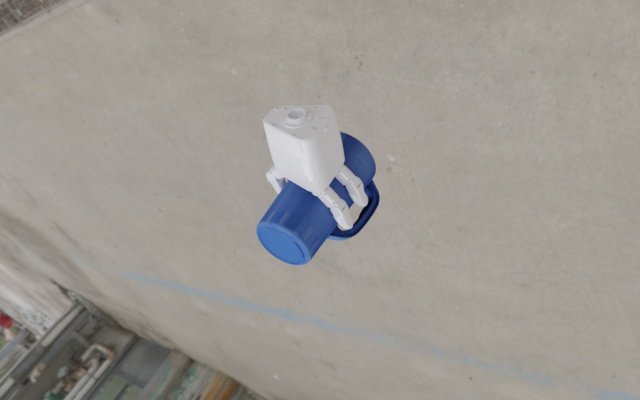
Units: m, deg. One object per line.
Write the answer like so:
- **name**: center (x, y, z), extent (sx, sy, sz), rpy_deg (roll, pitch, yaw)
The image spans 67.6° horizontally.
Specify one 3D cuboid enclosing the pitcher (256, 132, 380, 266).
- **pitcher**: center (0.000, 0.003, 0.862), extent (0.149, 0.145, 0.242), rpy_deg (16, 52, 27)
